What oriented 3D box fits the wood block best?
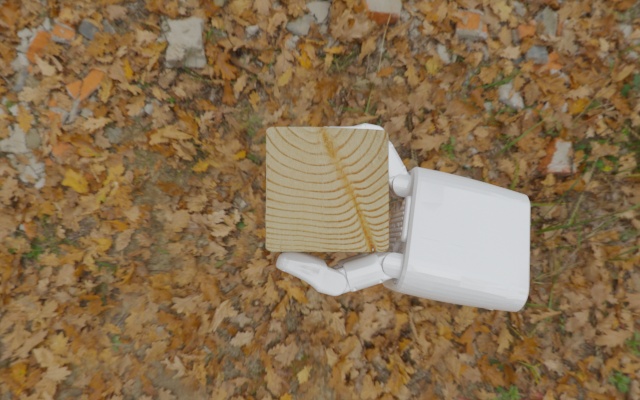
[{"bbox_3d":[0.000,0.001,0.439,0.090,0.091,0.206,1,-6,-3],"label":"wood block"}]
